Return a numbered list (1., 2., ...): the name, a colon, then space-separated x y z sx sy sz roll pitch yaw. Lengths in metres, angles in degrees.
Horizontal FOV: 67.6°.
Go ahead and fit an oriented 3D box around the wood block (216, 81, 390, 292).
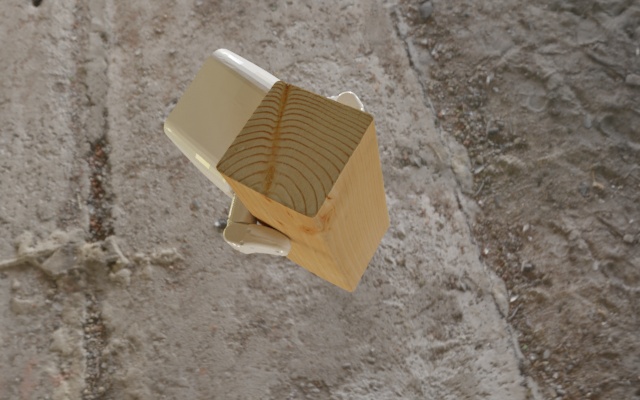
1. wood block: 0.000 0.001 0.436 0.090 0.090 0.206 26 -17 21
